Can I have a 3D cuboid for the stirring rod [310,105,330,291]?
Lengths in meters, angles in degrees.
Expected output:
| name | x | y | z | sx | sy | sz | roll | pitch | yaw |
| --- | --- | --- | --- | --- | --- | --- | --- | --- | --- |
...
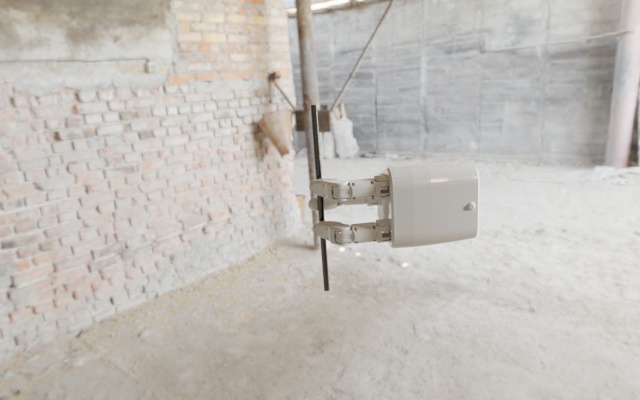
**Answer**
| name | x | y | z | sx | sy | sz | roll | pitch | yaw |
| --- | --- | --- | --- | --- | --- | --- | --- | --- | --- |
| stirring rod | 0.000 | 0.002 | 0.601 | 0.011 | 0.239 | 0.011 | -4 | 15 | 1 |
